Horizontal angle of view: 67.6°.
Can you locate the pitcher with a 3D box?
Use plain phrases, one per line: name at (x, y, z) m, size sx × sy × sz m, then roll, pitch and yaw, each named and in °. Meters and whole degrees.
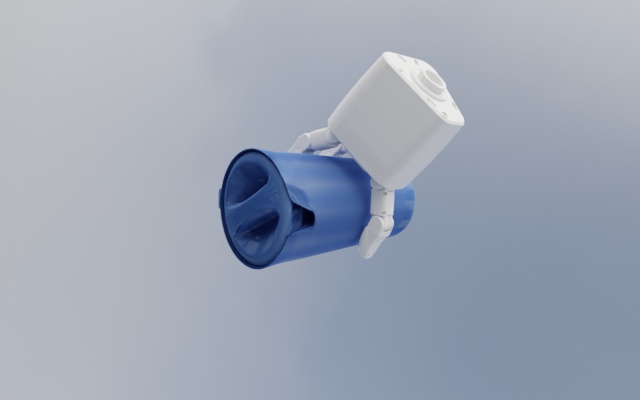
pitcher at (0.000, 0.002, 0.609) m, size 0.243 × 0.149 × 0.145 m, roll -3°, pitch -37°, yaw -43°
